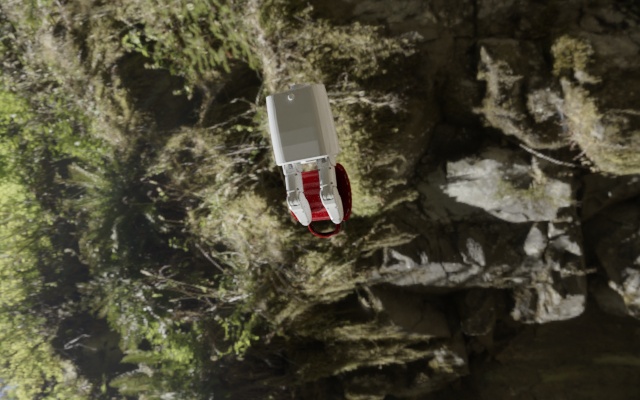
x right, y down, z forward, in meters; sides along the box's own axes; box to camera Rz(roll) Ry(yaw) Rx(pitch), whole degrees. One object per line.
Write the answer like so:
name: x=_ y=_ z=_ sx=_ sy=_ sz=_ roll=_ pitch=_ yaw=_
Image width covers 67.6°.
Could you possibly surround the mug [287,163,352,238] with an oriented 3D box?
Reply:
mug: x=0.000 y=0.004 z=0.777 sx=0.081 sy=0.117 sz=0.093 roll=-8 pitch=6 yaw=22
